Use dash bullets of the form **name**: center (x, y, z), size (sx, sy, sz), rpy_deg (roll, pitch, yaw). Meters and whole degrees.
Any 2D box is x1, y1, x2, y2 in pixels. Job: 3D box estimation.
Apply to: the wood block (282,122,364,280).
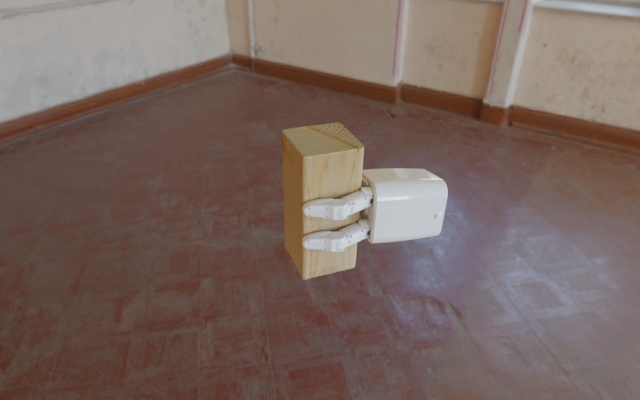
- **wood block**: center (0.000, 0.002, 0.701), size (0.090, 0.206, 0.090), rpy_deg (-11, 34, -18)
